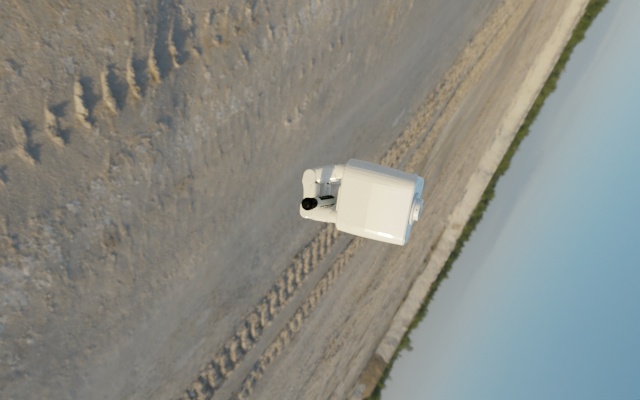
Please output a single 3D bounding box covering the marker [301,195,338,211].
[{"bbox_3d":[0.000,0.002,0.712,0.020,0.020,0.121,0,2,19],"label":"marker"}]
